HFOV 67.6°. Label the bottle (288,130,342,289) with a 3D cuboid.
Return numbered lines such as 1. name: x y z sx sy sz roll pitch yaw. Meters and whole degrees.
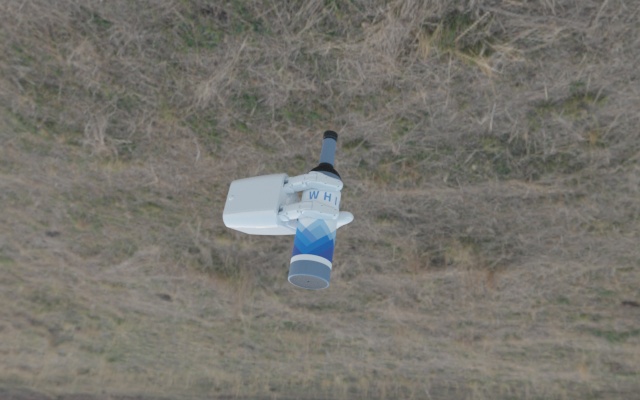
1. bottle: 0.000 0.003 0.829 0.069 0.295 0.069 7 -29 4
